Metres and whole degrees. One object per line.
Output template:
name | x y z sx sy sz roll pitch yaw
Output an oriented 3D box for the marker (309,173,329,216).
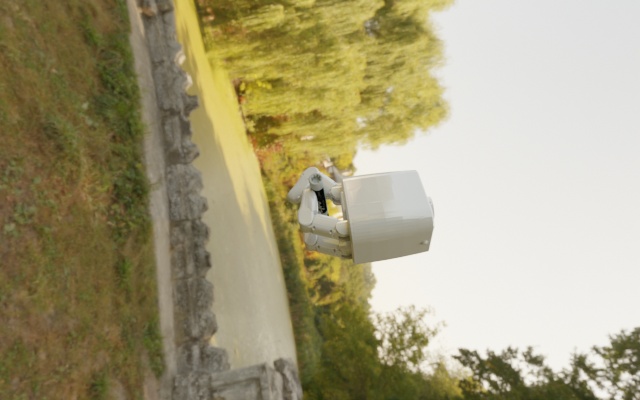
marker | 0.000 0.002 0.668 0.020 0.020 0.121 0 -30 7
